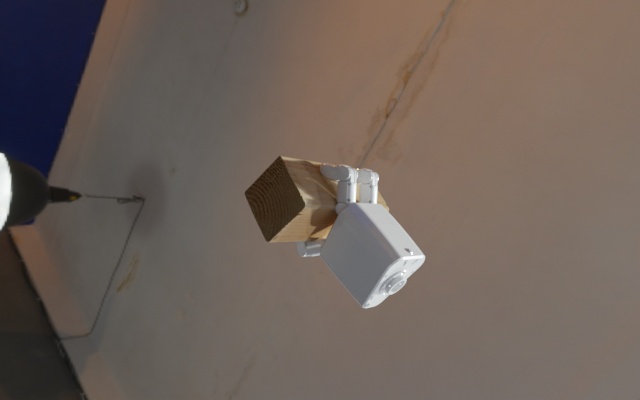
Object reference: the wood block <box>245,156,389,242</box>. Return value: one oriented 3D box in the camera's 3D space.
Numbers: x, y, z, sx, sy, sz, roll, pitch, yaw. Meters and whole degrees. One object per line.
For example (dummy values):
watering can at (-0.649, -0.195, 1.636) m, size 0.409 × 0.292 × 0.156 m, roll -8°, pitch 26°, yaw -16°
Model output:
wood block at (0.000, 0.003, 0.734) m, size 0.091 × 0.090 × 0.206 m, roll -43°, pitch -28°, yaw 29°
